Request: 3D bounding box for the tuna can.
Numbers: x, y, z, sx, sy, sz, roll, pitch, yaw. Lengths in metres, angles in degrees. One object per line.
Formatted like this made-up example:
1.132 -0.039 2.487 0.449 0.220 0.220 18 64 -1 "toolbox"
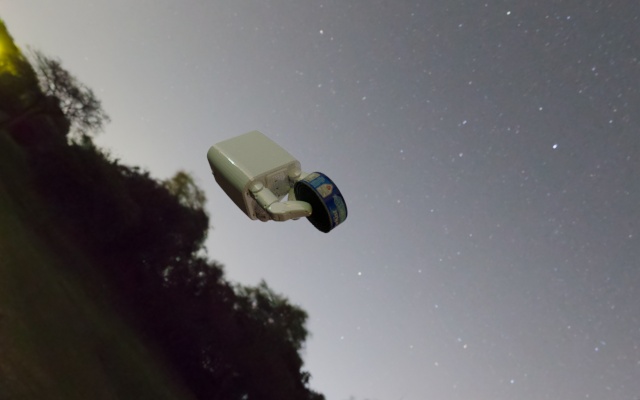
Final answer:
0.001 0.002 0.685 0.033 0.086 0.086 -33 14 -23 "tuna can"
